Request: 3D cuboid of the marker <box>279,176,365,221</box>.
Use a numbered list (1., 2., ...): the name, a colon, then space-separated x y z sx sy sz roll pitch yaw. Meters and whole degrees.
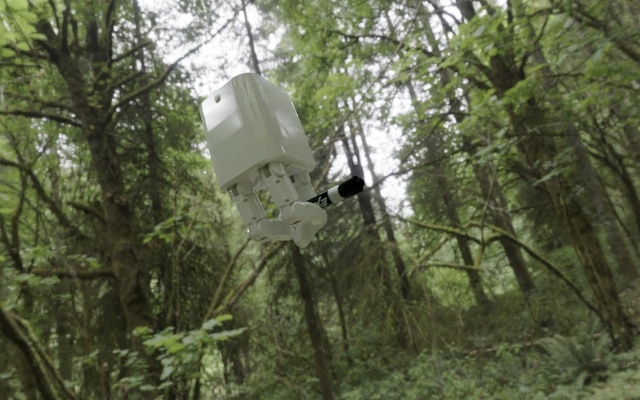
1. marker: 0.000 0.002 0.541 0.121 0.020 0.020 -26 -16 35
